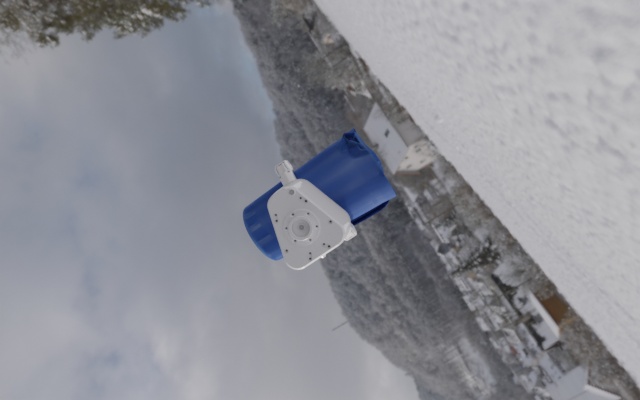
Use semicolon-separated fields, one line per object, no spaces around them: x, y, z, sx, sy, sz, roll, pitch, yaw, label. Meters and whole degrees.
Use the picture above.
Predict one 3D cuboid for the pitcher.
0.000;0.003;0.810;0.243;0.149;0.145;-32;3;7;pitcher
